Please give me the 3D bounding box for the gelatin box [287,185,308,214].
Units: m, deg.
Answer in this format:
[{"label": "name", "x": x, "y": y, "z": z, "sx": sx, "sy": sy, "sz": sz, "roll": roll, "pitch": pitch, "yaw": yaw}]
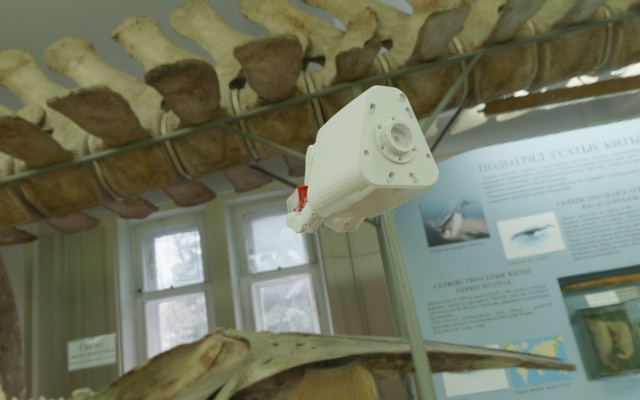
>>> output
[{"label": "gelatin box", "x": 0.000, "y": 0.002, "z": 0.616, "sx": 0.073, "sy": 0.030, "sz": 0.089, "roll": -4, "pitch": -10, "yaw": -14}]
